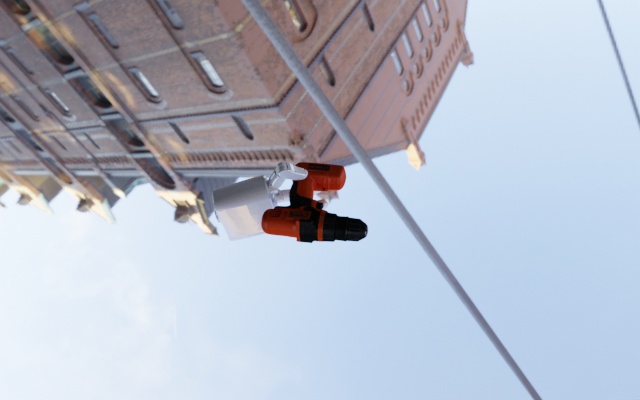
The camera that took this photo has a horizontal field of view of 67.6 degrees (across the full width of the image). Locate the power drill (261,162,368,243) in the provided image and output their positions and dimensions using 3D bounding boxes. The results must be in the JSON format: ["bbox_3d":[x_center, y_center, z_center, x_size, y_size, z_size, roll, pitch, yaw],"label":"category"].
[{"bbox_3d":[0.000,0.003,0.872,0.184,0.057,0.187,6,36,7],"label":"power drill"}]
